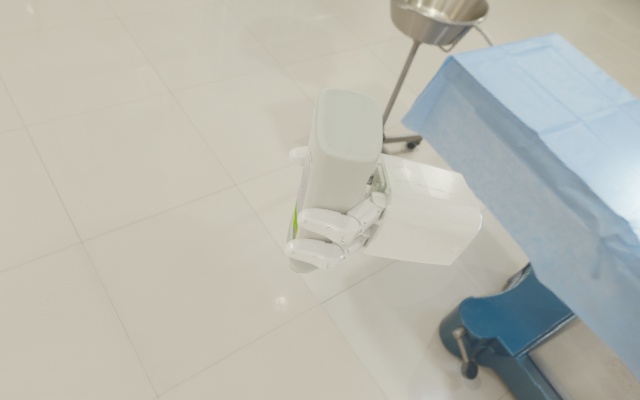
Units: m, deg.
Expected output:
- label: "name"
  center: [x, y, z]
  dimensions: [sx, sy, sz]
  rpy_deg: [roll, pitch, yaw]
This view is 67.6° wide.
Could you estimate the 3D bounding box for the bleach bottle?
- label: "bleach bottle"
  center: [0.000, 0.002, 0.544]
  dimensions: [0.068, 0.102, 0.251]
  rpy_deg: [11, -39, -8]
